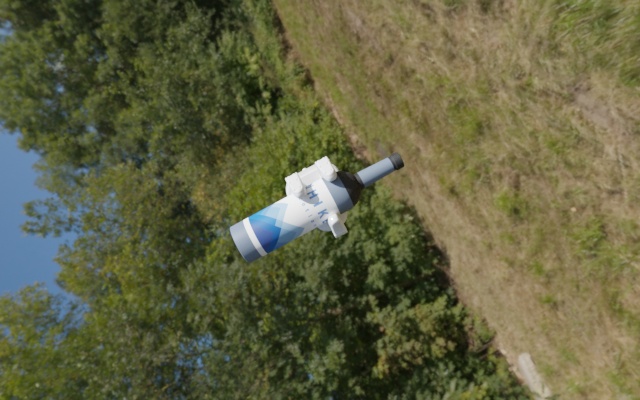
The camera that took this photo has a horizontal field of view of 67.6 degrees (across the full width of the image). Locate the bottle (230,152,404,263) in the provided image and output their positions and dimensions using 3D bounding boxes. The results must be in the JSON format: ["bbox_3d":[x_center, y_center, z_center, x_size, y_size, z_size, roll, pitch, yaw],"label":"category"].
[{"bbox_3d":[0.000,0.003,0.772,0.296,0.069,0.069,-28,1,-1],"label":"bottle"}]
